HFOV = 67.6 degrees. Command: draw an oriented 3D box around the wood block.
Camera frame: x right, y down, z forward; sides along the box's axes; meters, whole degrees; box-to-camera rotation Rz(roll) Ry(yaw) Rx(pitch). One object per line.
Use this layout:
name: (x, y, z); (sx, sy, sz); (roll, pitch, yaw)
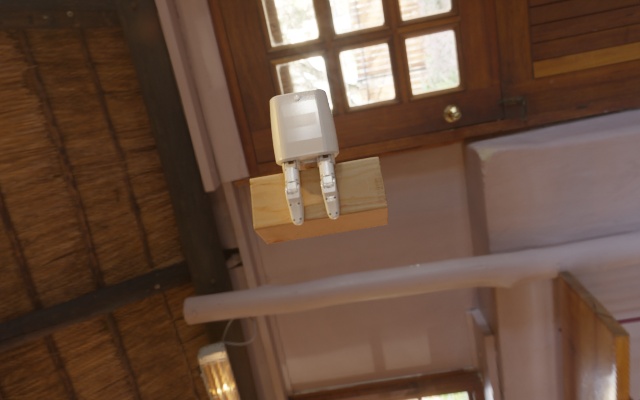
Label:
wood block: (0.000, 0.002, 0.775); (0.206, 0.090, 0.091); (-10, -20, 5)
